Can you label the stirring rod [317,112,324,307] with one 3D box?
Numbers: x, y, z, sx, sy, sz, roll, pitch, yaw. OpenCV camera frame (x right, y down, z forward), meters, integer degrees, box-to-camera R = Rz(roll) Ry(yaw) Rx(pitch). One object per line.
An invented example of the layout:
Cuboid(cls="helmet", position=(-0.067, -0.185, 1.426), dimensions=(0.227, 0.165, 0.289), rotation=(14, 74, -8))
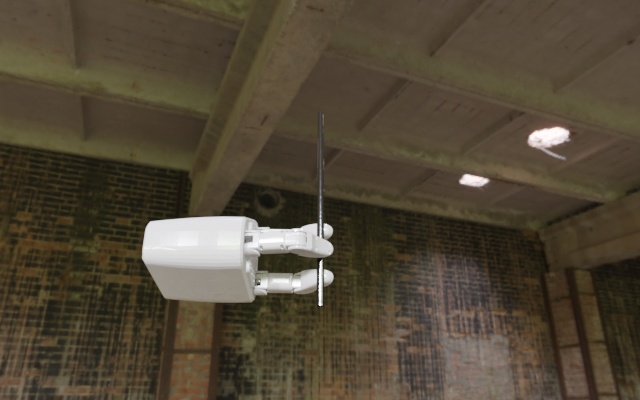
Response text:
Cuboid(cls="stirring rod", position=(0.000, 0.002, 0.557), dimensions=(0.011, 0.239, 0.011), rotation=(0, -22, 0))
